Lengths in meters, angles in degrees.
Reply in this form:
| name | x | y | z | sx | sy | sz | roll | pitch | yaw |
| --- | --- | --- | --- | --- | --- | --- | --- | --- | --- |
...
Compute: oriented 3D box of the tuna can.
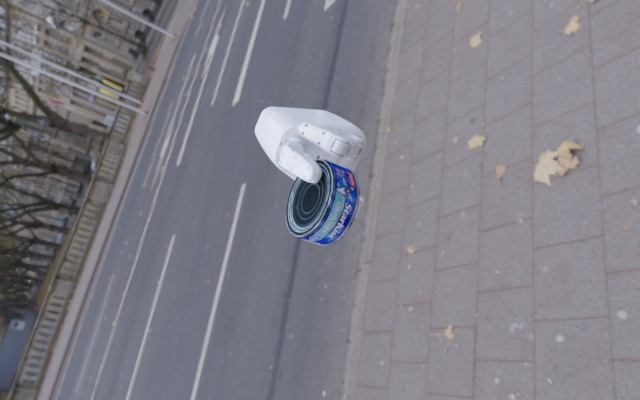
| name | x | y | z | sx | sy | sz | roll | pitch | yaw |
| --- | --- | --- | --- | --- | --- | --- | --- | --- | --- |
| tuna can | 0.000 | 0.001 | 0.491 | 0.034 | 0.086 | 0.086 | 20 | -11 | -32 |
